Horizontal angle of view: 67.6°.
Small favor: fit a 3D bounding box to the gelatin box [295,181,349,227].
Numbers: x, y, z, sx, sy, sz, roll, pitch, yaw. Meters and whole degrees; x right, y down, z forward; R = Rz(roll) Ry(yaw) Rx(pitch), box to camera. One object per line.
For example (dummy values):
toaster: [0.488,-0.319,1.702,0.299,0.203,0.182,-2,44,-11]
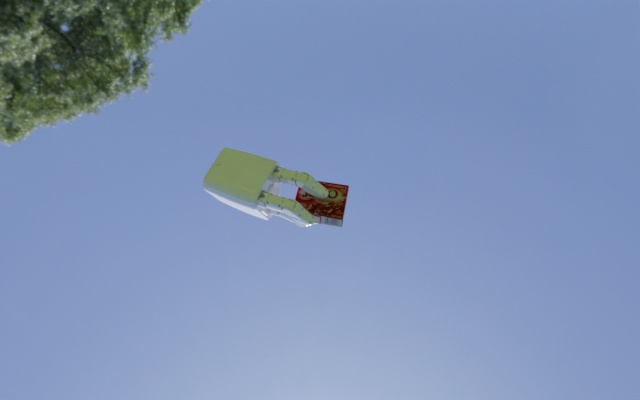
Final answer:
gelatin box: [0.000,0.003,0.833,0.089,0.073,0.030,10,-33,4]
